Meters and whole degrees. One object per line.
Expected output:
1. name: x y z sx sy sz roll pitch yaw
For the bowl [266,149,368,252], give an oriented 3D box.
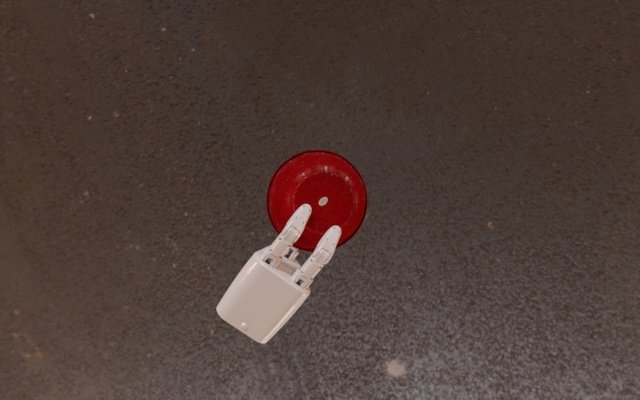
1. bowl: 0.001 0.001 0.722 0.162 0.162 0.055 0 3 -10
